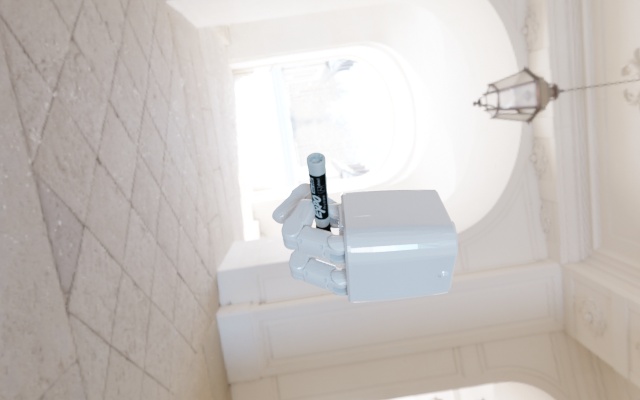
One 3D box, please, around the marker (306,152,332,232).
[{"bbox_3d":[0.000,0.002,0.502,0.020,0.020,0.121,-3,-45,3],"label":"marker"}]
